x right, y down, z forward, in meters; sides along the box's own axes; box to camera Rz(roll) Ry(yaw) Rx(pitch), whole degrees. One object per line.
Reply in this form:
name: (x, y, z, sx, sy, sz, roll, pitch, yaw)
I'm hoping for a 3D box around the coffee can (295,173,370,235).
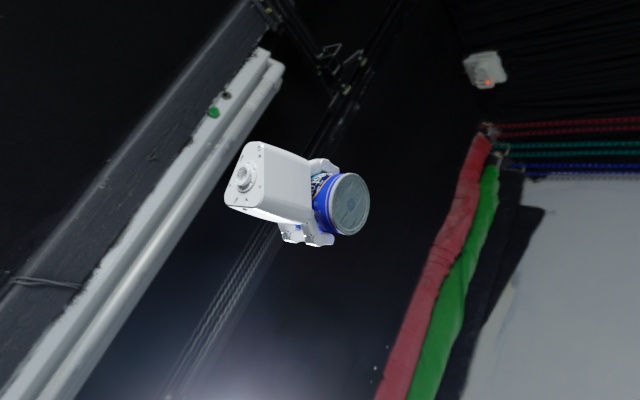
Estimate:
coffee can: (0.000, 0.003, 0.837, 0.140, 0.103, 0.103, 4, 3, 42)
